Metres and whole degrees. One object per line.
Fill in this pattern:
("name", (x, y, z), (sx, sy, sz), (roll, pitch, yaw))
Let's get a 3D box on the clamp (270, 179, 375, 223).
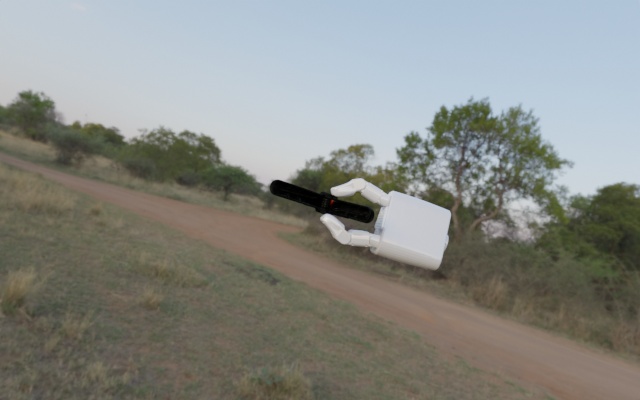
("clamp", (0.001, 0.002, 0.807), (0.164, 0.036, 0.210), (18, -1, -1))
